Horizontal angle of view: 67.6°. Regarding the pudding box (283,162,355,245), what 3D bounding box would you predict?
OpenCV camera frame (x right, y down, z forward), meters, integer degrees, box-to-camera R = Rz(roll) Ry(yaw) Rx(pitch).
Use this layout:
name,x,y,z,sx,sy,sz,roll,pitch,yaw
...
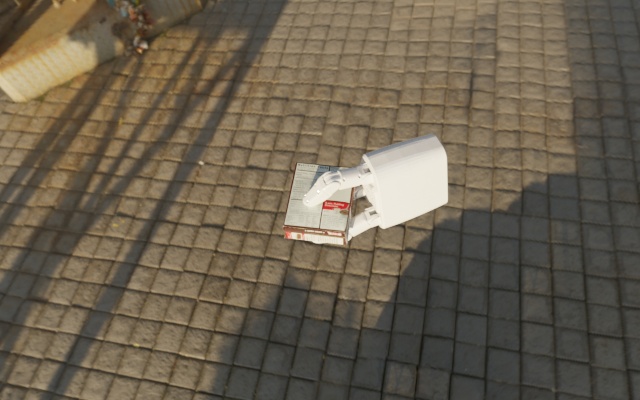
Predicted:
name,x,y,z,sx,sy,sz,roll,pitch,yaw
pudding box,0.000,0.002,0.677,0.090,0.113,0.039,6,-33,8
